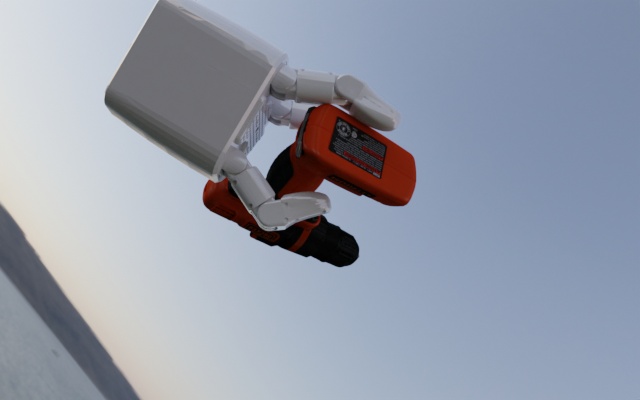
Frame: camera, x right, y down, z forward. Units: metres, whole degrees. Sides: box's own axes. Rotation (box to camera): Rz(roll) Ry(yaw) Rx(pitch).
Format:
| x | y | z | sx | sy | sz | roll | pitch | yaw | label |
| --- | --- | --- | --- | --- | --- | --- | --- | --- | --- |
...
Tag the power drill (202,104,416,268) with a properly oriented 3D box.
| x | y | z | sx | sy | sz | roll | pitch | yaw | label |
| --- | --- | --- | --- | --- | --- | --- | --- | --- | --- |
| 0.000 | 0.001 | 0.449 | 0.184 | 0.057 | 0.188 | 26 | -34 | -23 | power drill |
